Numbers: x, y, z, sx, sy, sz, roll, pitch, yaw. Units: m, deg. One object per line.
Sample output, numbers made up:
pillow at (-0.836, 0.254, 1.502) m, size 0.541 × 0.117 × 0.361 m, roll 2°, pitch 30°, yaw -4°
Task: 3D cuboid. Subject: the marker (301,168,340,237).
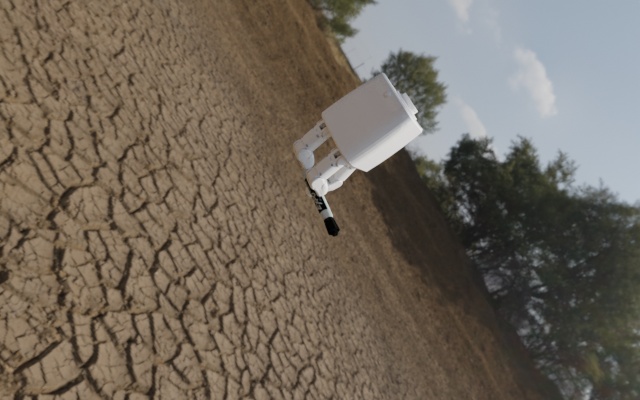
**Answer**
marker at (0.000, 0.002, 0.731) m, size 0.020 × 0.121 × 0.020 m, roll -19°, pitch -28°, yaw -11°
